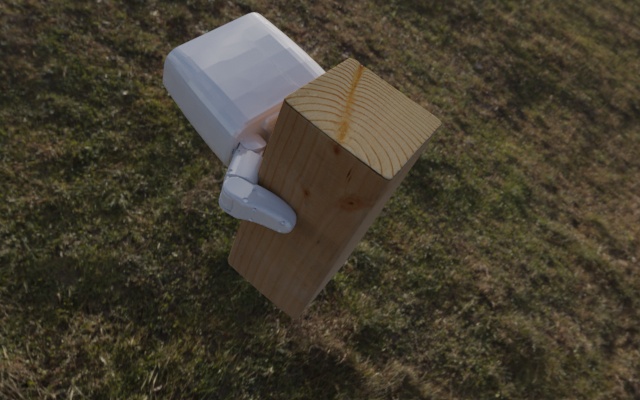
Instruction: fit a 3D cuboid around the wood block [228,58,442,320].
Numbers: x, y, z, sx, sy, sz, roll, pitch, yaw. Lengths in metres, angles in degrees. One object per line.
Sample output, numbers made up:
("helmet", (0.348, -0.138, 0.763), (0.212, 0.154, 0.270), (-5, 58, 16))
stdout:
("wood block", (0.000, 0.001, 0.404), (0.090, 0.090, 0.206), (-43, -13, -41))
